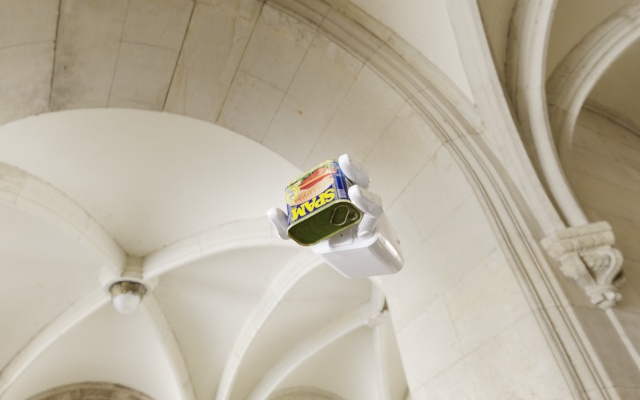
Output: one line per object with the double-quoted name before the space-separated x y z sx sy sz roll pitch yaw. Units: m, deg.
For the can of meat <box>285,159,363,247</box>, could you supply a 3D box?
"can of meat" 0.000 0.002 0.663 0.102 0.083 0.057 -29 -45 20
